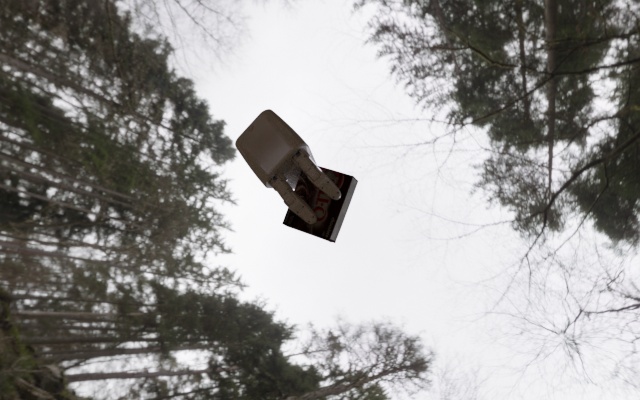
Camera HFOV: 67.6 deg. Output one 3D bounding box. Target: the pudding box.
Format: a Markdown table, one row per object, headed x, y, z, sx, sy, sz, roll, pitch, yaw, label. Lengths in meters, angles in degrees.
| x | y | z | sx | sy | sz | roll | pitch | yaw | label |
| --- | --- | --- | --- | --- | --- | --- | --- | --- | --- |
| 0.000 | 0.003 | 0.780 | 0.090 | 0.113 | 0.039 | 18 | -4 | 25 | pudding box |
